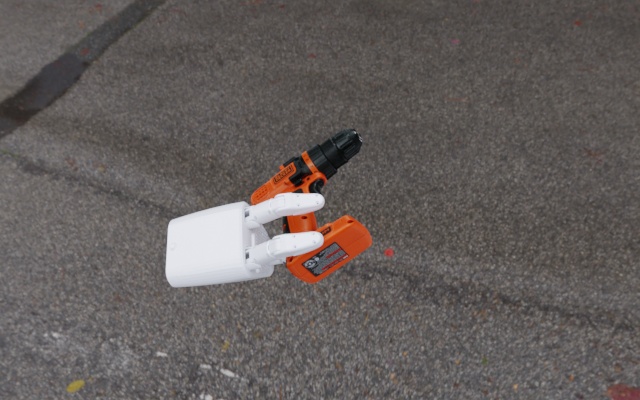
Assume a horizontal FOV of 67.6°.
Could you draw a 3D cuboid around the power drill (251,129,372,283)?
[{"bbox_3d":[0.000,0.002,0.630,0.184,0.187,0.057,-37,-51,11],"label":"power drill"}]
